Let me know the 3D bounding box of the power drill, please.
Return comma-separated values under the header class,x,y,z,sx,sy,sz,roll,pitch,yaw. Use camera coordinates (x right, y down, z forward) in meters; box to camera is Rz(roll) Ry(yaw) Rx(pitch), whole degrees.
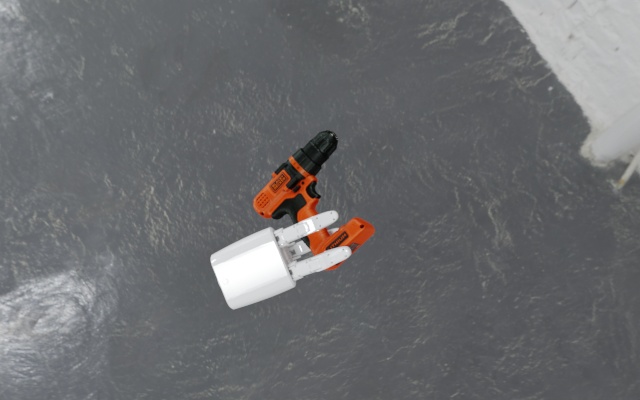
class,x,y,z,sx,sy,sz,roll,pitch,yaw
power drill,0.000,0.003,0.768,0.187,0.184,0.057,50,14,25
